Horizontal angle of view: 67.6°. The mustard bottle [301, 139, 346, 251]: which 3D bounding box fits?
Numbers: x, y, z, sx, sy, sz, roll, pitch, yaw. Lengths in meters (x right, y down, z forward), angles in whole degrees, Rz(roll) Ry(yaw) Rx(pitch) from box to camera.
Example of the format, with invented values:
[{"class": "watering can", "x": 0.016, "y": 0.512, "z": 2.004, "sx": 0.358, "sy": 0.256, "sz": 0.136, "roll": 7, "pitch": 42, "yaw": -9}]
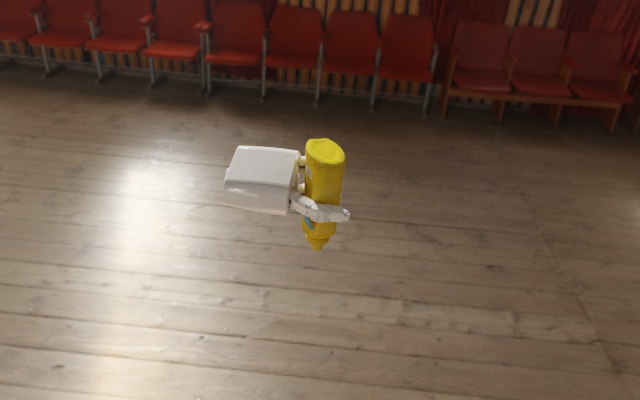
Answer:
[{"class": "mustard bottle", "x": 0.000, "y": 0.002, "z": 0.784, "sx": 0.058, "sy": 0.192, "sz": 0.096, "roll": -6, "pitch": 33, "yaw": -17}]
